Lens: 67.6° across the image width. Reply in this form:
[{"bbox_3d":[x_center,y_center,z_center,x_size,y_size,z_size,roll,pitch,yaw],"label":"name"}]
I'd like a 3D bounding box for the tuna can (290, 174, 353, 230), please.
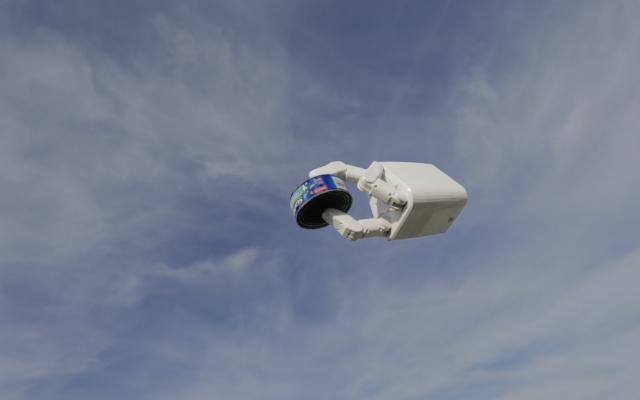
[{"bbox_3d":[0.000,0.002,0.679,0.086,0.033,0.086,-18,-34,-12],"label":"tuna can"}]
